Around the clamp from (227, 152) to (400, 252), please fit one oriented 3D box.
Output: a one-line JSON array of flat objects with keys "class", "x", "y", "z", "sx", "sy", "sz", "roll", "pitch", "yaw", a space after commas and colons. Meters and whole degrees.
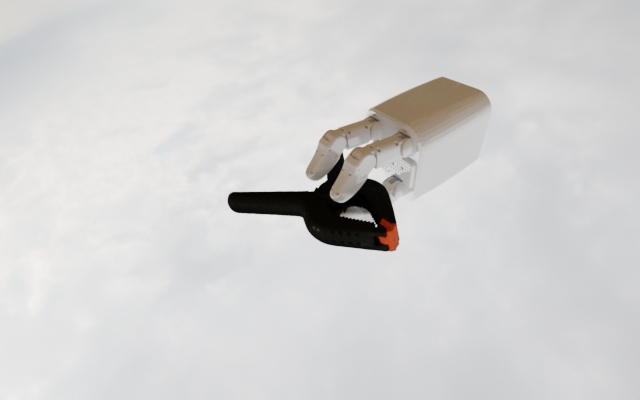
[{"class": "clamp", "x": 0.001, "y": 0.002, "z": 0.522, "sx": 0.164, "sy": 0.036, "sz": 0.210, "roll": -30, "pitch": 39, "yaw": -16}]
